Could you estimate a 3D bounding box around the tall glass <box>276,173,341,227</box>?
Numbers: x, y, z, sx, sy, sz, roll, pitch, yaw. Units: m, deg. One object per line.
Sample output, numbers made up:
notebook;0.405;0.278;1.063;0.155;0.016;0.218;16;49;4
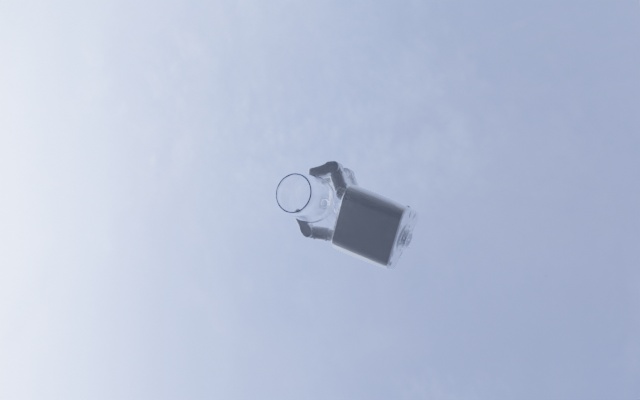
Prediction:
tall glass;0.000;0.003;0.814;0.079;0.079;0.201;0;-8;25
